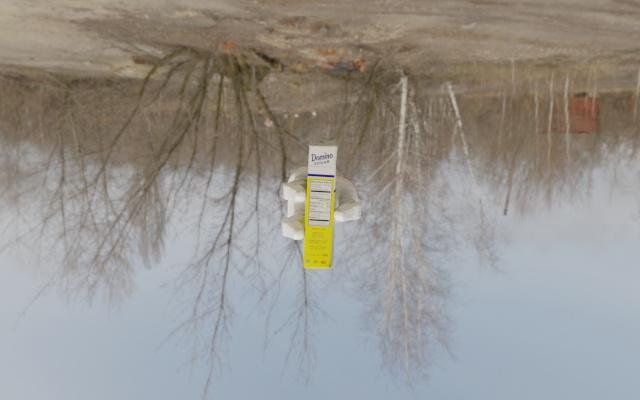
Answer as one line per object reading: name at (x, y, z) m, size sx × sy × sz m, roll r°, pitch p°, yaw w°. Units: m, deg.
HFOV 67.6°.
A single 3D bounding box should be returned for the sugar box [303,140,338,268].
sugar box at (0.000, 0.002, 0.699) m, size 0.048 × 0.176 × 0.093 m, roll 0°, pitch 11°, yaw 1°
